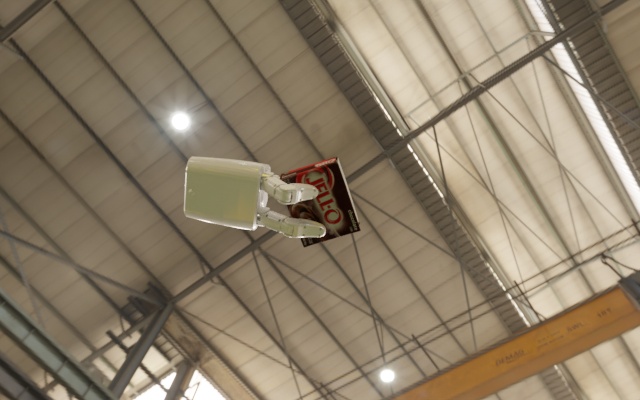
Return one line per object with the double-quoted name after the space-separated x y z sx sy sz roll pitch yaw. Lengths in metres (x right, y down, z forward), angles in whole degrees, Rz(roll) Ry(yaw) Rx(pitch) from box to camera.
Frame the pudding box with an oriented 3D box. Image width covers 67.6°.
0.000 0.002 0.696 0.090 0.113 0.039 -17 20 10 "pudding box"
